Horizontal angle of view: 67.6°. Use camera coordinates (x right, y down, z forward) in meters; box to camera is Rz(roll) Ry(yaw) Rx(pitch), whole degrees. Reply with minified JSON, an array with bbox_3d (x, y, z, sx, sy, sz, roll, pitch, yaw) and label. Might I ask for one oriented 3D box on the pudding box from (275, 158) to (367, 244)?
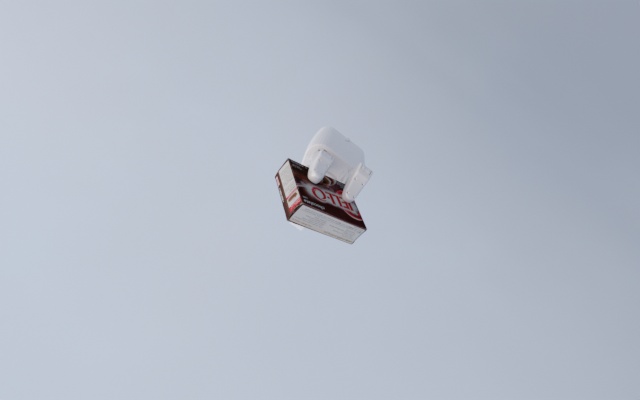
[{"bbox_3d":[0.000,0.002,0.632,0.113,0.039,0.090,21,32,-33],"label":"pudding box"}]
